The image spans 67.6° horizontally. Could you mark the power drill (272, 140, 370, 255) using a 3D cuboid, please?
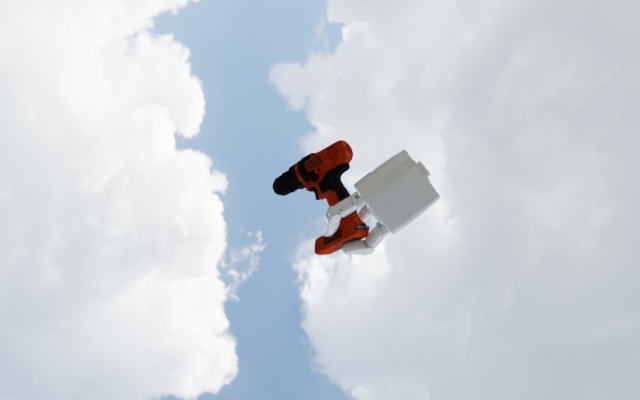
[{"bbox_3d":[0.001,0.003,0.891,0.184,0.187,0.057,-28,-18,30],"label":"power drill"}]
